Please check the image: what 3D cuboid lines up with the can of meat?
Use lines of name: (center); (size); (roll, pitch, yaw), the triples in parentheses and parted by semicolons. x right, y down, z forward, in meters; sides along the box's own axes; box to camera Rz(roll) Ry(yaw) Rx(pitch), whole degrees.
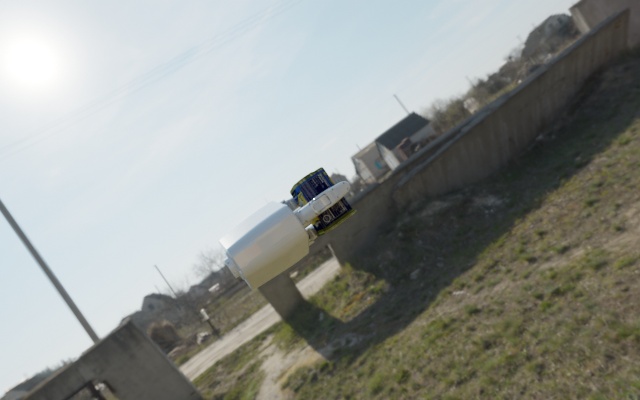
can of meat: (0.000, 0.002, 0.716); (0.057, 0.084, 0.102); (-35, -1, -12)
